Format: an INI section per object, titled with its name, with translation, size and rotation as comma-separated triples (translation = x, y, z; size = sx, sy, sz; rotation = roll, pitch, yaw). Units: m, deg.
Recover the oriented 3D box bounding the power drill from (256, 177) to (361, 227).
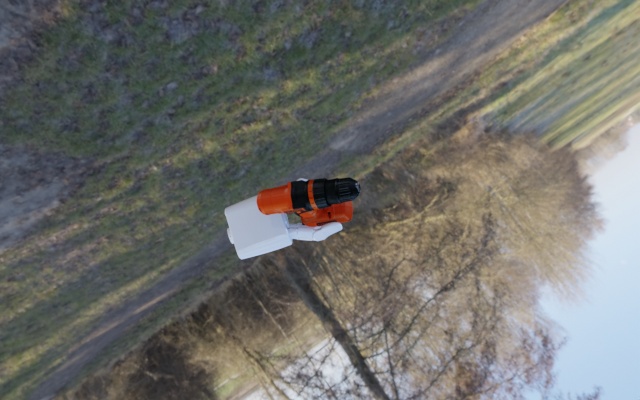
[power drill]
translation = 0.000, 0.003, 0.877
size = 0.184, 0.057, 0.188
rotation = -7, -14, 18
